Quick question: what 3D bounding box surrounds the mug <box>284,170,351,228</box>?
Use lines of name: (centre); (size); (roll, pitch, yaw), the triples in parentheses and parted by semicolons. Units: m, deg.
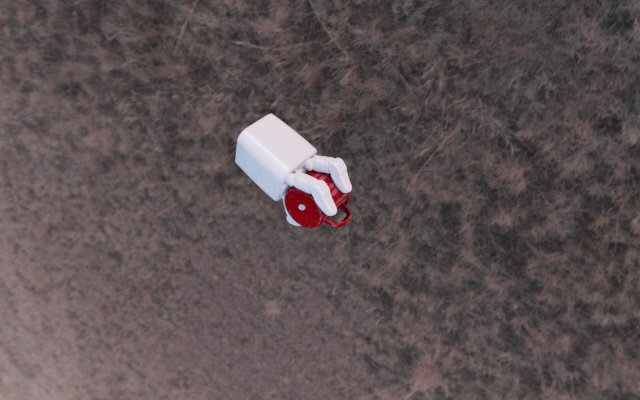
mug: (0.001, 0.004, 0.825); (0.081, 0.117, 0.093); (-42, -10, -42)
